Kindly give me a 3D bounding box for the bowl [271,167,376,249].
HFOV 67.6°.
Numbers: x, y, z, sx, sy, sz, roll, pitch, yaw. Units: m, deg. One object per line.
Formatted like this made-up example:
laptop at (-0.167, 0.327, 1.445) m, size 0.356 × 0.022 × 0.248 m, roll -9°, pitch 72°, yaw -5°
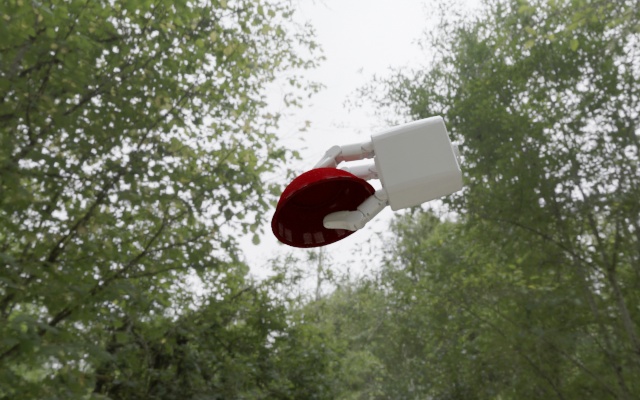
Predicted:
bowl at (-0.001, 0.002, 0.703) m, size 0.162 × 0.055 × 0.162 m, roll -13°, pitch -37°, yaw -10°
